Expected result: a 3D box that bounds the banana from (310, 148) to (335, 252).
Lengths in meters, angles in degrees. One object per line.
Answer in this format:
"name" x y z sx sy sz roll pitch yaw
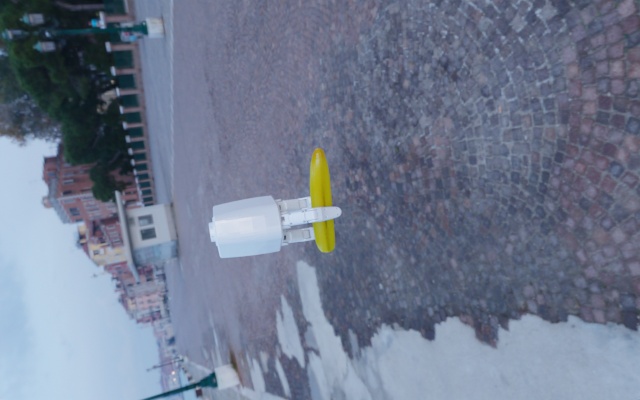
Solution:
"banana" 0.002 0.012 0.825 0.037 0.198 0.069 -6 20 -3
